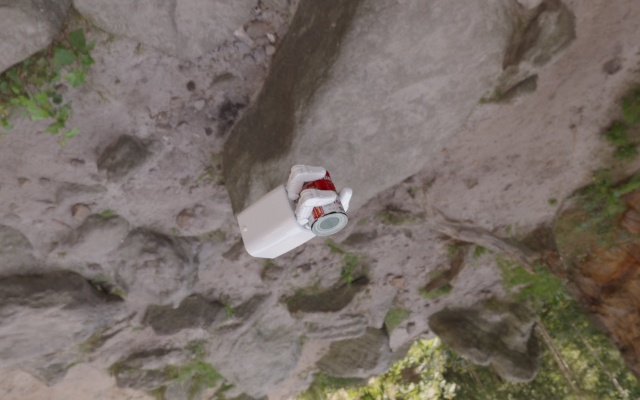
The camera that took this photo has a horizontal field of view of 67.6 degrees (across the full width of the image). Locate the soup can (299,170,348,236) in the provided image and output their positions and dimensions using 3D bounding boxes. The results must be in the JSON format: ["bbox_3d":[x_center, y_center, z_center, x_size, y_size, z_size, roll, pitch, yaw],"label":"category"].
[{"bbox_3d":[0.001,0.003,0.837,0.068,0.102,0.069,-15,-34,-10],"label":"soup can"}]
